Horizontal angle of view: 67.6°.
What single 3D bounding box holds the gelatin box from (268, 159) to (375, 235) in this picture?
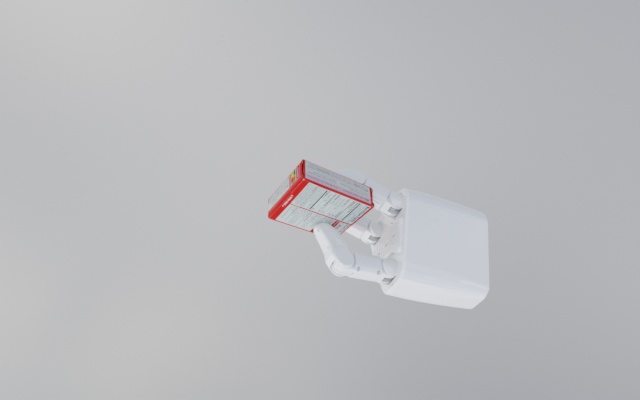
[{"bbox_3d":[0.000,0.002,0.502,0.089,0.030,0.073,20,-44,-27],"label":"gelatin box"}]
